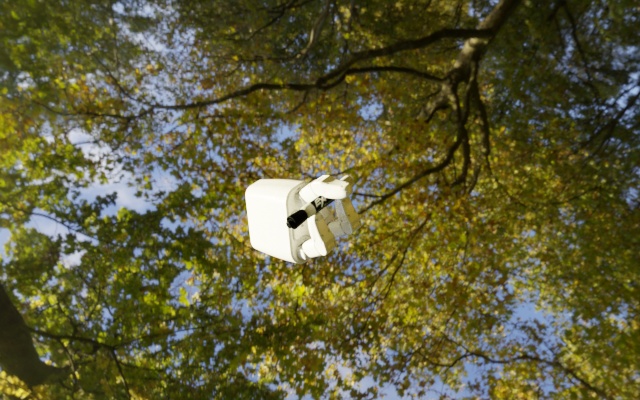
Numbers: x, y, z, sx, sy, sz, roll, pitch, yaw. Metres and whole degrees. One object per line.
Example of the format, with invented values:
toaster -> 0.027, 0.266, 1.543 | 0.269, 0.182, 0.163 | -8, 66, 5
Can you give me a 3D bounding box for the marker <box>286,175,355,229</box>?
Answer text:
marker -> 0.000, 0.002, 0.622 | 0.121, 0.020, 0.020 | -36, 22, -35
